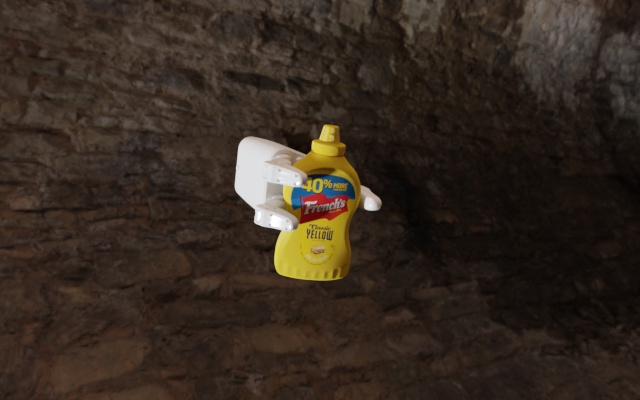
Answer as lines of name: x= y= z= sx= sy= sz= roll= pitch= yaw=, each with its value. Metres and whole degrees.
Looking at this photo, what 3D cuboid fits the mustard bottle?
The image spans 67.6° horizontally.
mustard bottle: x=0.000 y=0.002 z=0.596 sx=0.096 sy=0.192 sz=0.058 roll=6 pitch=15 yaw=-10
